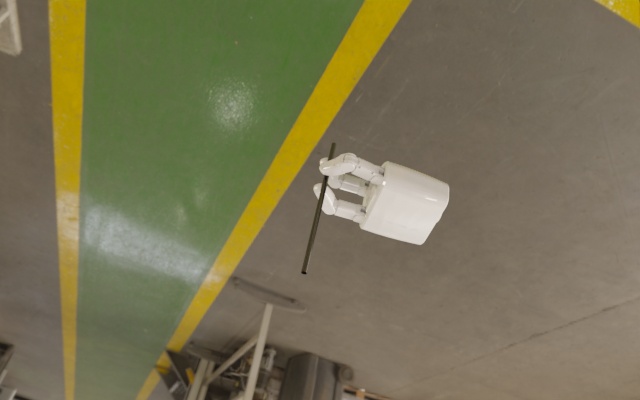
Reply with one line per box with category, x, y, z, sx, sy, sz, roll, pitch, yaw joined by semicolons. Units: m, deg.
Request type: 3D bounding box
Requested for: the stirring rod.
stirring rod;0.000;0.002;0.705;0.011;0.239;0.011;8;-37;6
